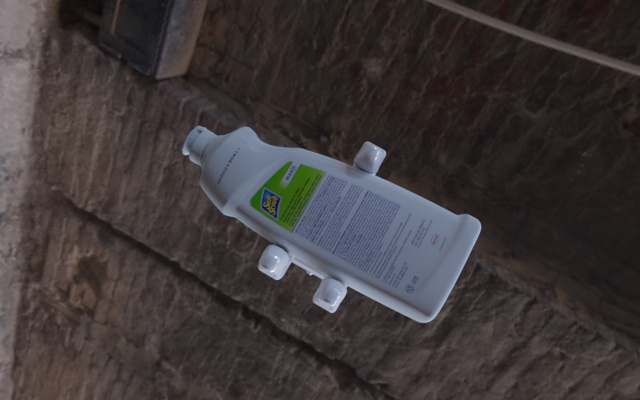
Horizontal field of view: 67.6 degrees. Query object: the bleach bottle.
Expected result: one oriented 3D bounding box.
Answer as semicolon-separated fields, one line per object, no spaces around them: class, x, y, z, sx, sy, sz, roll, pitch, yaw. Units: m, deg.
bleach bottle;0.000;0.001;0.411;0.251;0.102;0.068;29;-11;4
